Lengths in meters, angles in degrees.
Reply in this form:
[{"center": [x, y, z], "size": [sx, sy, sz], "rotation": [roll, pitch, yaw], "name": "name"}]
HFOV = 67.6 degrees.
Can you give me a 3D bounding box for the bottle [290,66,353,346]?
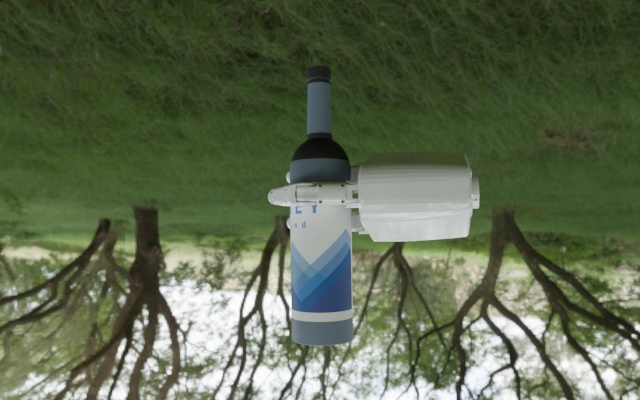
[{"center": [0.000, 0.002, 0.521], "size": [0.069, 0.295, 0.069], "rotation": [-1, -3, 0], "name": "bottle"}]
